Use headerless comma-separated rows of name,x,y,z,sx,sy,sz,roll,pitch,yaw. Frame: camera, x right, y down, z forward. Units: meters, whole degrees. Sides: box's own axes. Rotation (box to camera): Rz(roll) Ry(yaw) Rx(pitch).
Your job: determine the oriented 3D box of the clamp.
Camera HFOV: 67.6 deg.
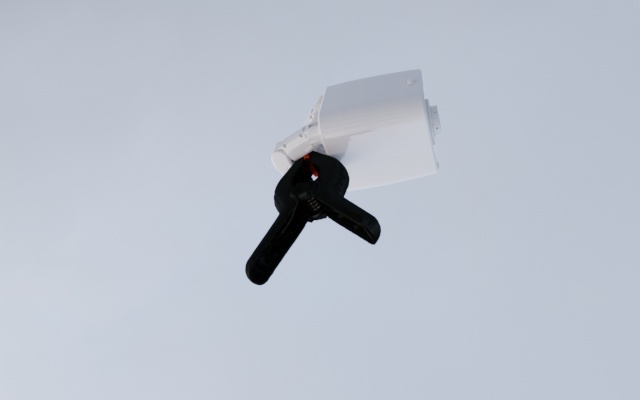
clamp,0.000,0.002,0.446,0.120,0.039,0.171,-11,38,17
